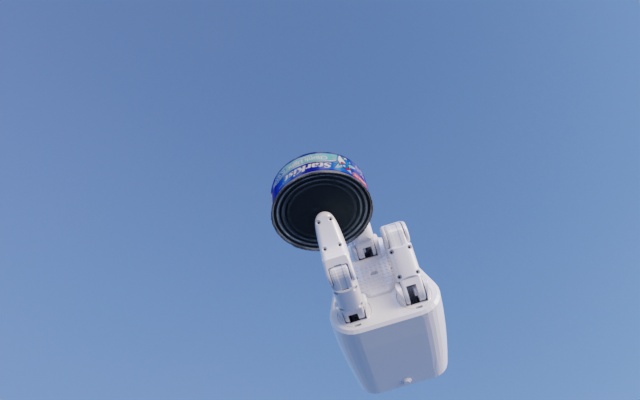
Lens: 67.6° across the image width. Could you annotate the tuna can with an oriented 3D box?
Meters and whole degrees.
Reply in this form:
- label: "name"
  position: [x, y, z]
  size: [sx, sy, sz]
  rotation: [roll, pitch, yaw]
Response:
- label: "tuna can"
  position: [0.000, 0.001, 0.410]
  size: [0.086, 0.086, 0.033]
  rotation: [0, 38, -8]
